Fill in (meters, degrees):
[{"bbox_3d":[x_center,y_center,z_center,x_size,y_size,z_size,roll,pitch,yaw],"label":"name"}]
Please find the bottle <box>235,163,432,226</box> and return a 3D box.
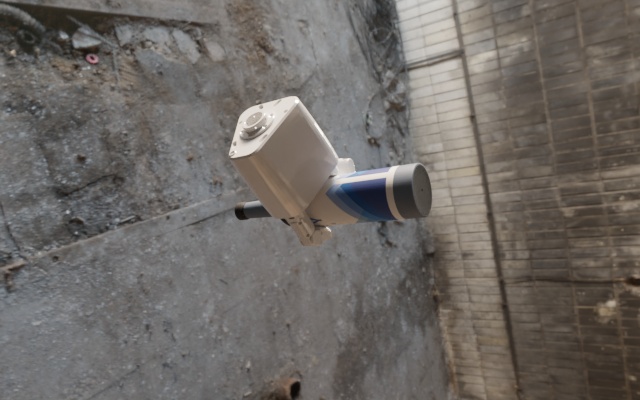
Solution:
[{"bbox_3d":[0.000,0.002,0.654,0.296,0.069,0.069,-7,-4,32],"label":"bottle"}]
